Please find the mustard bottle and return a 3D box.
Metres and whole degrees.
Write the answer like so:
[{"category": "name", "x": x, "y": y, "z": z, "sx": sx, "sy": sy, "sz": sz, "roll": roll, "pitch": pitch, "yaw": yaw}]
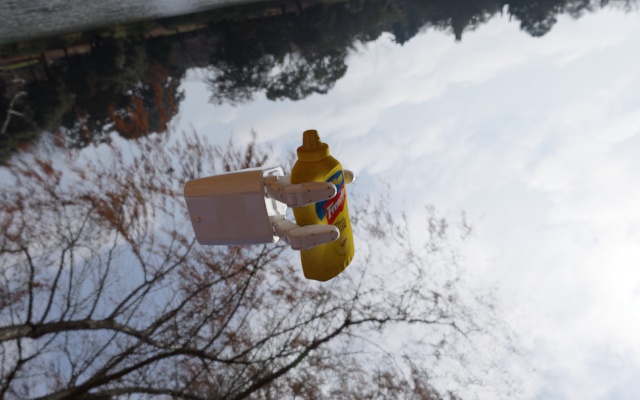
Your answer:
[{"category": "mustard bottle", "x": 0.000, "y": 0.002, "z": 0.619, "sx": 0.058, "sy": 0.192, "sz": 0.096, "roll": 6, "pitch": 28, "yaw": 32}]
